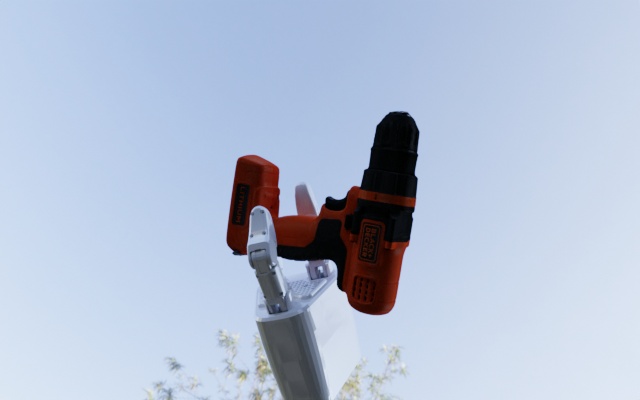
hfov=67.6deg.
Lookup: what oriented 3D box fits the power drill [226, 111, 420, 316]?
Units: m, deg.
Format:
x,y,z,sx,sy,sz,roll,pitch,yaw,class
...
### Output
x,y,z,sx,sy,sz,roll,pitch,yaw,class
0.000,0.002,0.464,0.187,0.184,0.057,10,2,31,power drill
